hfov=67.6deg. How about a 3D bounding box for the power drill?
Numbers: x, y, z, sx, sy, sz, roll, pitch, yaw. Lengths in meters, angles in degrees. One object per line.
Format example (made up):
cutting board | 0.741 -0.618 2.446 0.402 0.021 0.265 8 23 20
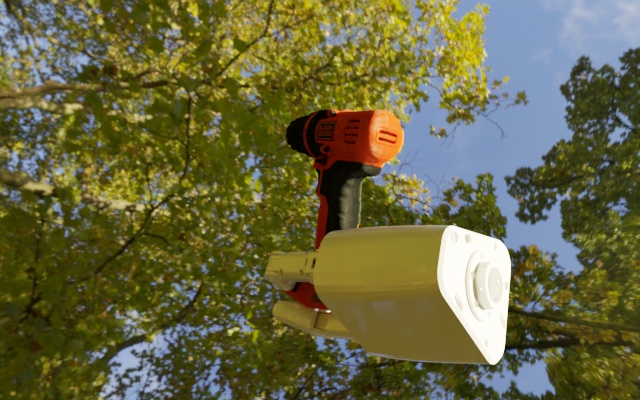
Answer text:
power drill | 0.000 0.002 0.476 0.057 0.187 0.184 8 3 -27
